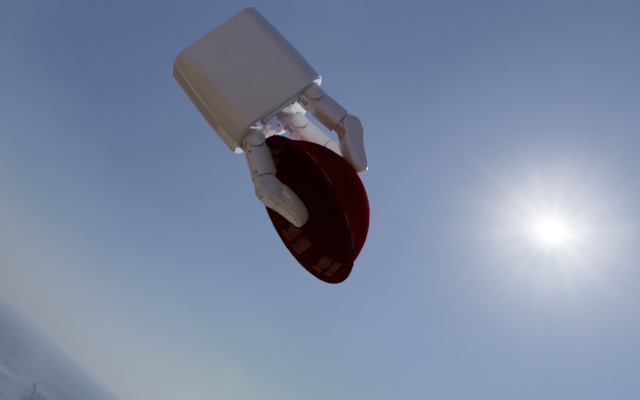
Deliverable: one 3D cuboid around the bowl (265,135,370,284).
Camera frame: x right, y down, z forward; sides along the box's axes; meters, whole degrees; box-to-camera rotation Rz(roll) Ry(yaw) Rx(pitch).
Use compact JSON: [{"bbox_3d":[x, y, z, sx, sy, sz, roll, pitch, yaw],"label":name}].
[{"bbox_3d":[0.001,0.003,0.489,0.055,0.162,0.162,-26,13,-28],"label":"bowl"}]
